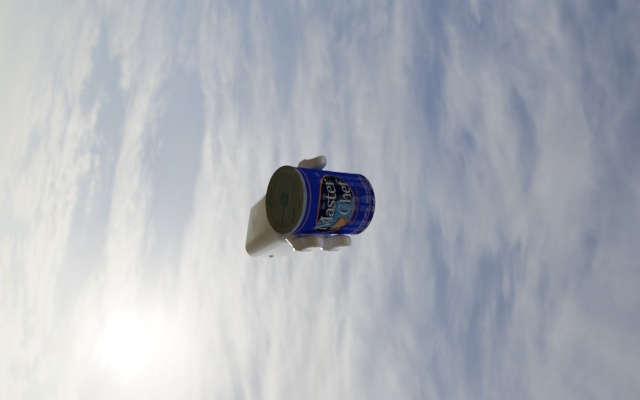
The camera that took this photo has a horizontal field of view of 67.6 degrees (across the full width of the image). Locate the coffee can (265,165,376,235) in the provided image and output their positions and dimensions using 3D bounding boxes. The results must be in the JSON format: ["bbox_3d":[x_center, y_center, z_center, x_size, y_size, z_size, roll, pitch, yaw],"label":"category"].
[{"bbox_3d":[0.000,0.002,0.745,0.140,0.103,0.103,4,-2,-37],"label":"coffee can"}]
